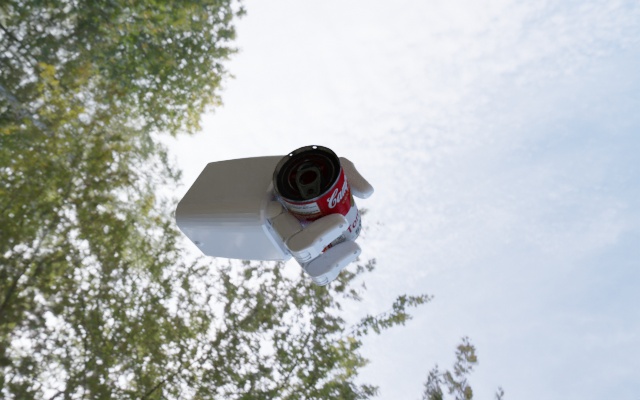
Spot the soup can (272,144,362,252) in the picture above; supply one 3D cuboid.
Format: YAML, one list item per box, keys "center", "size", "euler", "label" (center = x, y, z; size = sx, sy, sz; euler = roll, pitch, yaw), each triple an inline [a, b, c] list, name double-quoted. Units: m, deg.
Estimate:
- center: [0.001, 0.002, 0.489]
  size: [0.068, 0.068, 0.102]
  euler: [0, -34, 19]
  label: "soup can"
